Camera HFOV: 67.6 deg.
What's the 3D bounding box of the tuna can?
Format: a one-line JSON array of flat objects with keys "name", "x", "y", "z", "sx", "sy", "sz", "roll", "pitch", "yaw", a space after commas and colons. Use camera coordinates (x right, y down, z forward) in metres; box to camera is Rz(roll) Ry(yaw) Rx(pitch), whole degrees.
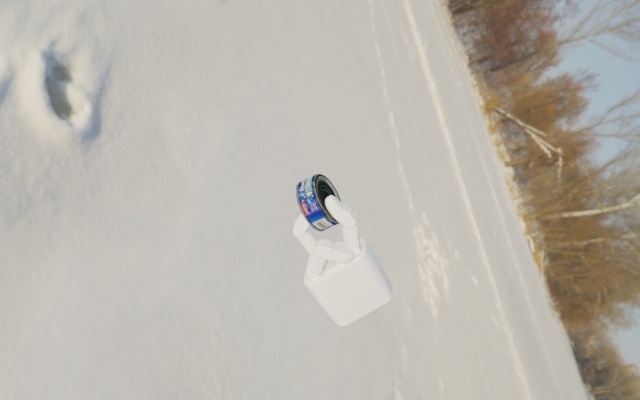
[{"name": "tuna can", "x": 0.001, "y": 0.002, "z": 0.740, "sx": 0.034, "sy": 0.086, "sz": 0.086, "roll": -25, "pitch": -11, "yaw": 24}]
